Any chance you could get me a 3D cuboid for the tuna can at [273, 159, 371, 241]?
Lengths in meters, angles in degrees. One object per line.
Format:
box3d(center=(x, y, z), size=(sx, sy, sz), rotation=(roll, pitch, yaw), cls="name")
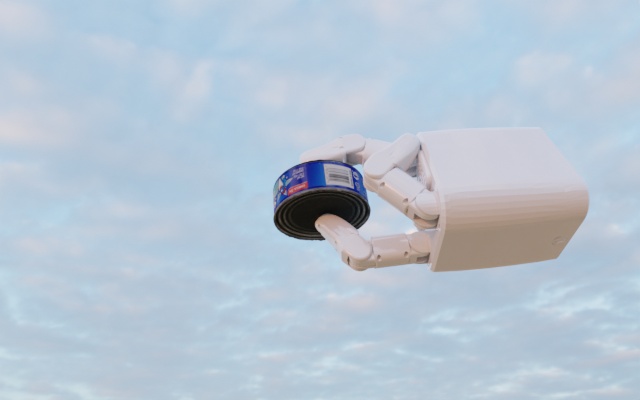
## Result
box3d(center=(0.000, 0.001, 0.428), size=(0.086, 0.033, 0.086), rotation=(-5, -33, -3), cls="tuna can")
